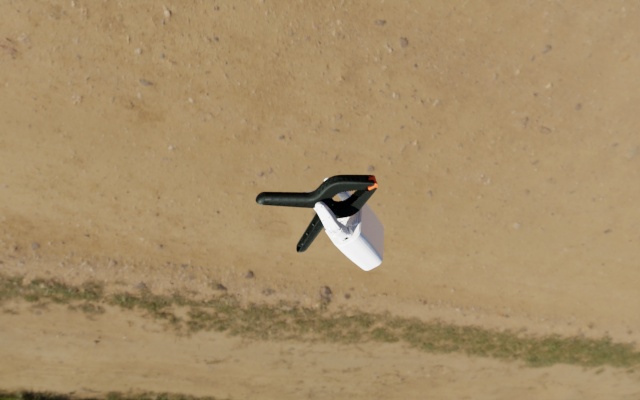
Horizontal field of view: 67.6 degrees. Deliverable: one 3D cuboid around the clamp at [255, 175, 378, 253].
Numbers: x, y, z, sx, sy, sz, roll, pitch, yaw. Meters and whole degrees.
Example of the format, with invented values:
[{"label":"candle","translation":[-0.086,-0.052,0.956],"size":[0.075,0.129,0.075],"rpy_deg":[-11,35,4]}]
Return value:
[{"label":"clamp","translation":[0.001,0.003,0.858],"size":[0.210,0.036,0.165],"rpy_deg":[-30,-50,16]}]
